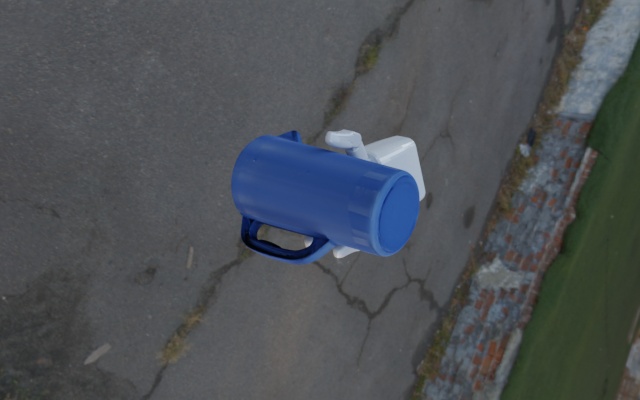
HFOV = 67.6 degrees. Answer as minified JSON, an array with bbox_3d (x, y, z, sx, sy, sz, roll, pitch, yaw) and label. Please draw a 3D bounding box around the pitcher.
[{"bbox_3d":[0.000,0.002,0.643,0.243,0.149,0.145,16,30,38],"label":"pitcher"}]
